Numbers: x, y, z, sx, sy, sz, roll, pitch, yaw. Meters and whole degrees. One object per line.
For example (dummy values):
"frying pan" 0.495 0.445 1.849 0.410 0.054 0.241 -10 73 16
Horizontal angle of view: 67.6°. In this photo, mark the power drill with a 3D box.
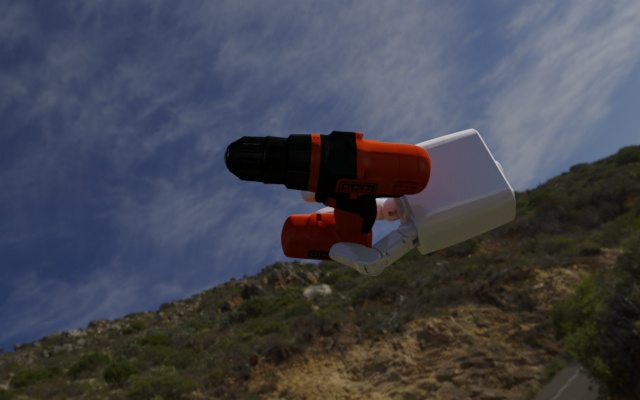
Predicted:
"power drill" 0.000 0.002 0.487 0.184 0.057 0.188 5 -29 -4
